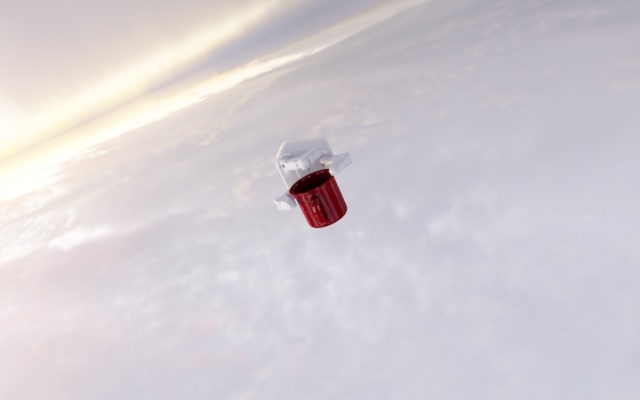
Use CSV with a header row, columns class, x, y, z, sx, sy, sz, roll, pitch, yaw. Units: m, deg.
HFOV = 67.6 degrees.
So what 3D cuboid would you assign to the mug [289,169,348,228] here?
class,x,y,z,sx,sy,sz,roll,pitch,yaw
mug,0.000,0.004,0.882,0.093,0.081,0.117,-22,22,8
